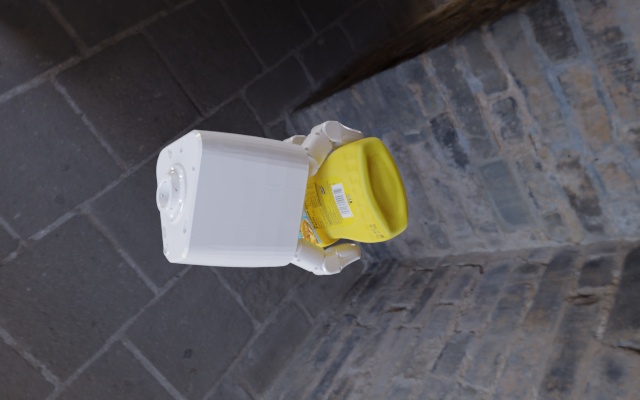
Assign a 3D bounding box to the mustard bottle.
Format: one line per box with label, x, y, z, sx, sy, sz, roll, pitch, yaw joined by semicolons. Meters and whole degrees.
mustard bottle;0.001;0.002;0.510;0.058;0.096;0.191;-25;7;-40
